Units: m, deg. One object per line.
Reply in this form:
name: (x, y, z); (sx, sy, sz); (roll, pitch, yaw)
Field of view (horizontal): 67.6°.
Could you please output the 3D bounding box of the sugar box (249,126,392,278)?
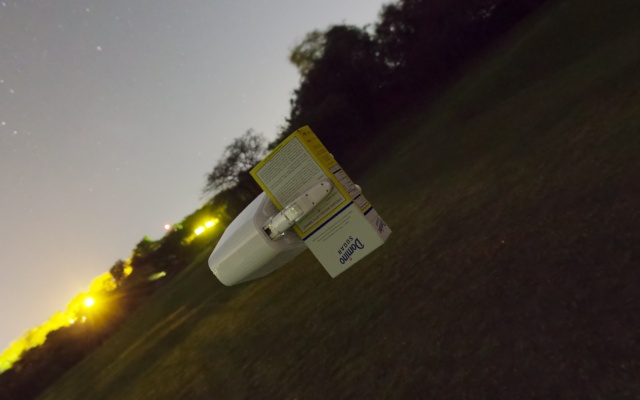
sugar box: (0.000, 0.002, 0.611); (0.093, 0.176, 0.048); (-38, 1, 28)
